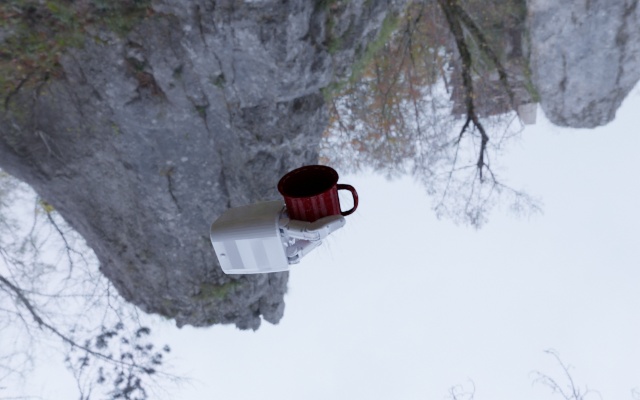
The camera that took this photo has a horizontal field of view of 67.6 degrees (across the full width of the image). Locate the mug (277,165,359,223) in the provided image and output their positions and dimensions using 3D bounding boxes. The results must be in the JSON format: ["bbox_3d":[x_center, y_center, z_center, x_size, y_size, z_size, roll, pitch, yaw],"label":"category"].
[{"bbox_3d":[0.002,0.002,0.724,0.117,0.081,0.093,-6,34,10],"label":"mug"}]
